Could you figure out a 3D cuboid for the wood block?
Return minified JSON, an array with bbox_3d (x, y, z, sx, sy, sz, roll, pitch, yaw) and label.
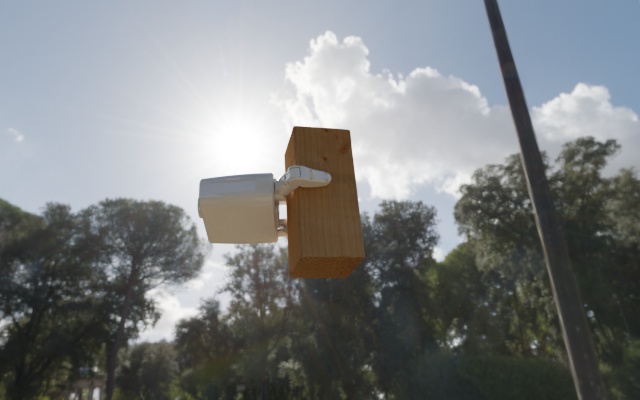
[{"bbox_3d":[0.000,0.002,0.705,0.090,0.206,0.091,2,-27,-14],"label":"wood block"}]
